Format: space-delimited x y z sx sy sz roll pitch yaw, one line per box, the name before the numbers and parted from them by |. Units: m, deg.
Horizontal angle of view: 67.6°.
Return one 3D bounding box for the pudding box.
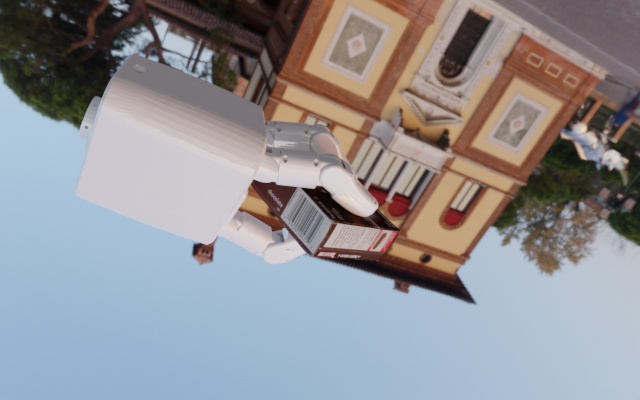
pudding box | 0.000 0.001 0.405 0.090 0.039 0.113 9 31 -47
